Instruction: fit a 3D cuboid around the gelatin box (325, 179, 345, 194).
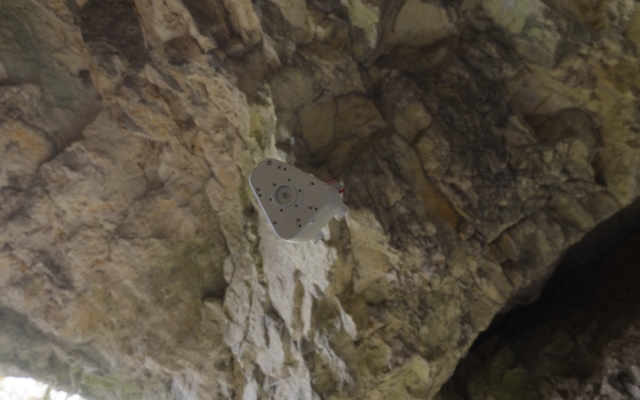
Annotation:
[{"bbox_3d":[0.000,0.002,0.804,0.030,0.073,0.089,43,16,6],"label":"gelatin box"}]
